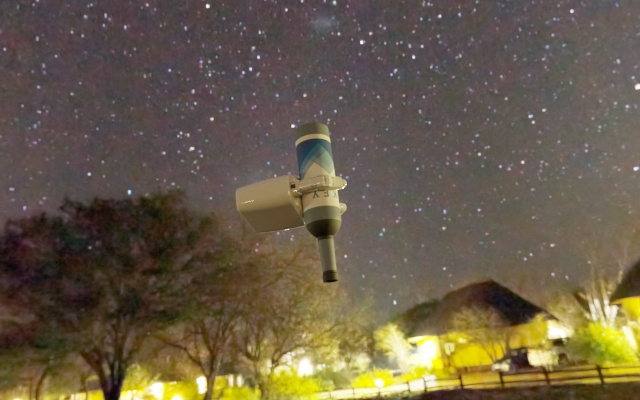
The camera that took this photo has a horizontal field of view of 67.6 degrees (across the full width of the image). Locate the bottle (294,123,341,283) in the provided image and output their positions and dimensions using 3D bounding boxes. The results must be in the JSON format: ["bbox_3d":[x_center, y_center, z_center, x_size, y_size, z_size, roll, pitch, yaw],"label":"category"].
[{"bbox_3d":[0.000,0.003,0.878,0.069,0.295,0.069,-7,-19,-2],"label":"bottle"}]
